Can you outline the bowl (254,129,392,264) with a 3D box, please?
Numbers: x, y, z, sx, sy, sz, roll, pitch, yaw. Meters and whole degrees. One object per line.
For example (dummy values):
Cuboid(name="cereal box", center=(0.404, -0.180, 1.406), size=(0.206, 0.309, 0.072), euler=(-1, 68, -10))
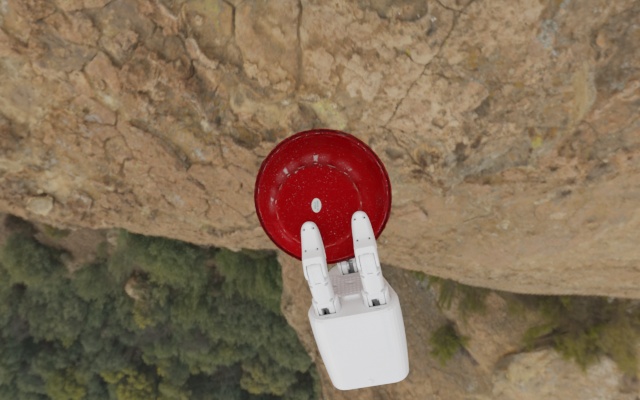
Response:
Cuboid(name="bowl", center=(-0.001, 0.001, 0.531), size=(0.162, 0.162, 0.055), euler=(0, 10, 5))
